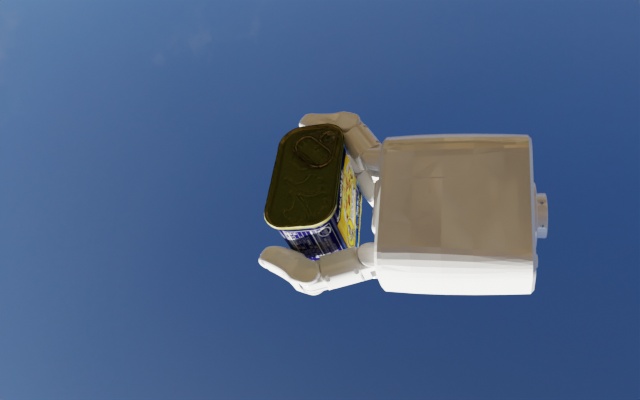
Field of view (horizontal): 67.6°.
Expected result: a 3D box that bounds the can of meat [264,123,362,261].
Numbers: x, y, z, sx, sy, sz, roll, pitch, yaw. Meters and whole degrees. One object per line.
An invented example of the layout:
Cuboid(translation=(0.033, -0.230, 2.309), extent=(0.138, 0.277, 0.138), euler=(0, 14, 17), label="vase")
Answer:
Cuboid(translation=(0.000, 0.002, 0.404), extent=(0.057, 0.102, 0.084), euler=(-5, -36, 18), label="can of meat")
